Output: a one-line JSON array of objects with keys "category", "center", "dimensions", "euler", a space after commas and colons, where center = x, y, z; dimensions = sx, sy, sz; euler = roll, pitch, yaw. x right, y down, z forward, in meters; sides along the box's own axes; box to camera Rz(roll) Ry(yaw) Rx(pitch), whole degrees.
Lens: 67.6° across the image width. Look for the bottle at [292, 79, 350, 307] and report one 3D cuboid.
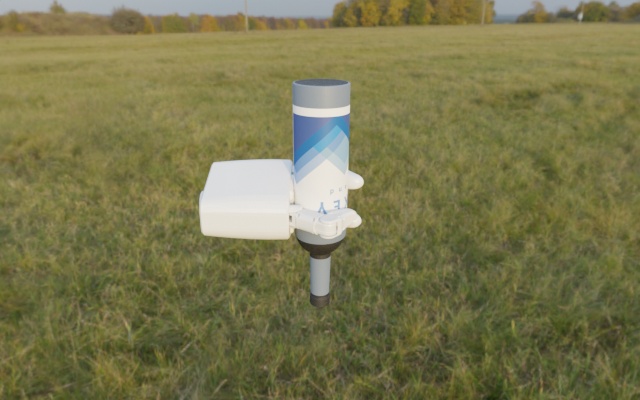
[{"category": "bottle", "center": [0.000, 0.002, 0.600], "dimensions": [0.069, 0.296, 0.069], "euler": [0, 21, 0]}]
